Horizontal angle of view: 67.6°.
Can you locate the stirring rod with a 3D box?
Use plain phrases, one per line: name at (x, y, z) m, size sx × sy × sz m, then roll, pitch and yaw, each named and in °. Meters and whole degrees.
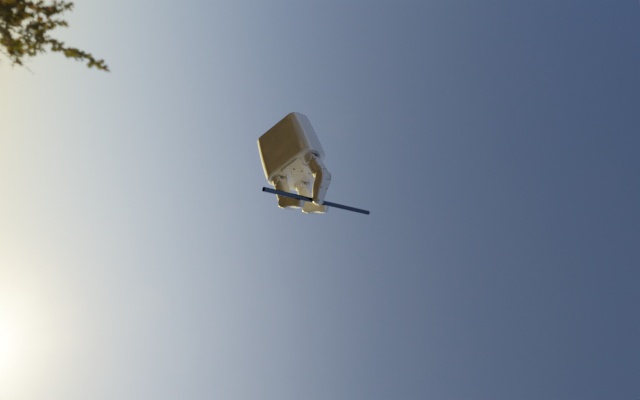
stirring rod at (0.000, 0.003, 0.842) m, size 0.239 × 0.011 × 0.011 m, roll 13°, pitch -8°, yaw -39°
